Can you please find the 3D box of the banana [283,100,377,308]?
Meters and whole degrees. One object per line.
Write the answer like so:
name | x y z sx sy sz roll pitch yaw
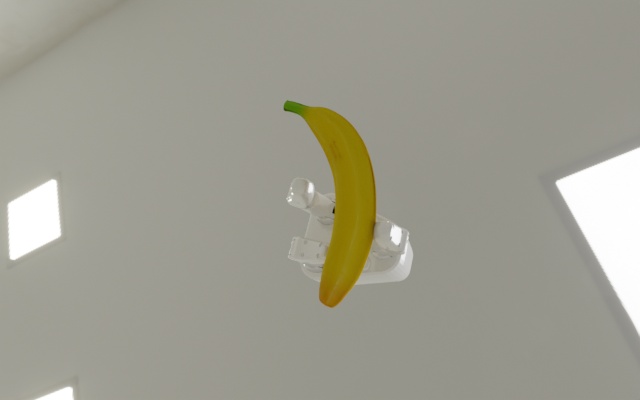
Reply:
banana | 0.017 -0.006 0.433 0.069 0.197 0.037 -14 -18 10
